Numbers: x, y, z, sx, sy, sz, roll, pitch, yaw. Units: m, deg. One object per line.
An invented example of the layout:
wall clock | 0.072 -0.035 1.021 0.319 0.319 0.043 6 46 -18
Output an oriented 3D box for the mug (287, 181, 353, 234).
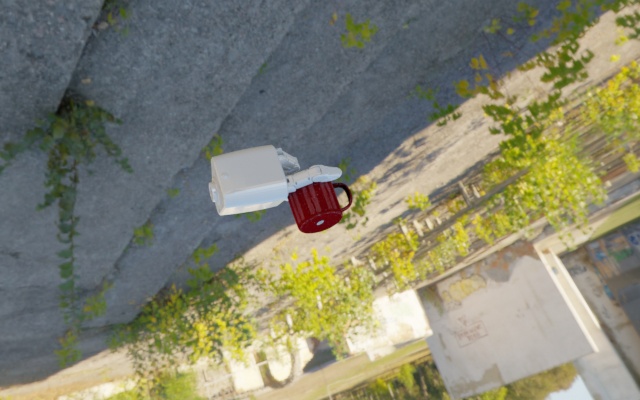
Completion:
mug | 0.002 0.003 0.833 0.117 0.081 0.093 -12 -25 -18
